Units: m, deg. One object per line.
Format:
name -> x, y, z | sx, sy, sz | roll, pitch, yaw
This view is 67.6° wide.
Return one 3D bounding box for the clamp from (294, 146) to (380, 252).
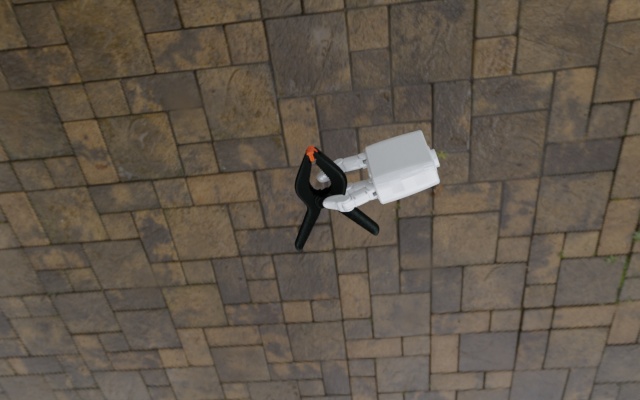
clamp -> 0.000, 0.003, 0.871 | 0.164, 0.210, 0.036 | -20, 28, 10
